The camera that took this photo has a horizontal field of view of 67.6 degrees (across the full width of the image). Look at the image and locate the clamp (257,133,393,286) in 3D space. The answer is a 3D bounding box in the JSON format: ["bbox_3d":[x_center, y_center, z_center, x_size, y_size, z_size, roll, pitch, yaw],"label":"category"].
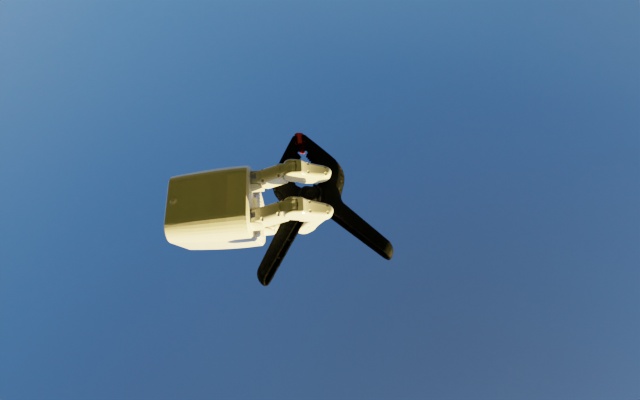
[{"bbox_3d":[0.000,0.002,0.613,0.164,0.209,0.036,-5,-29,2],"label":"clamp"}]
